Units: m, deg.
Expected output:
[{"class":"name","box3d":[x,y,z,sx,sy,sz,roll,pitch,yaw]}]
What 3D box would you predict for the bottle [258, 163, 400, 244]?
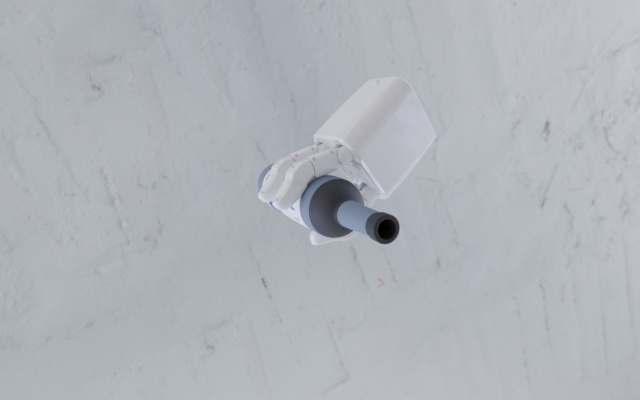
[{"class":"bottle","box3d":[0.000,0.002,0.552,0.069,0.069,0.295,0,9,-24]}]
